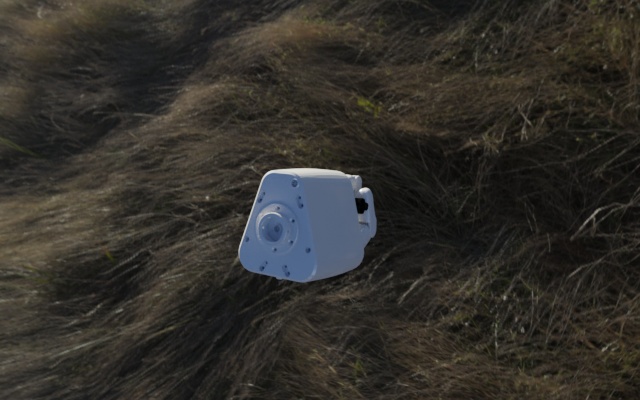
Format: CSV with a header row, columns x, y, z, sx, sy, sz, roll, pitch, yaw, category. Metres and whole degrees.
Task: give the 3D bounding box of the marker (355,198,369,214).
x,y,z,sx,sy,sz,roll,pitch,yaw,category
0.000,0.002,0.573,0.121,0.020,0.020,6,3,28,marker
